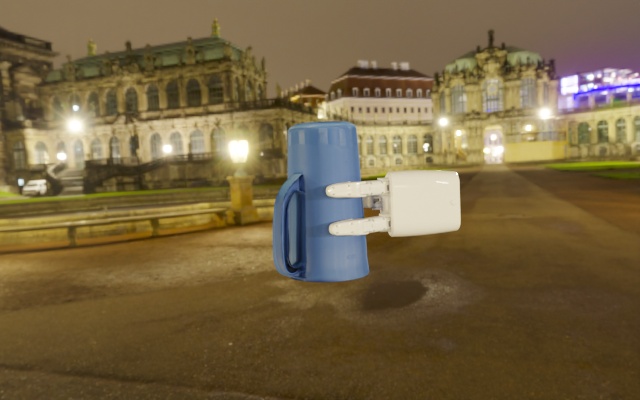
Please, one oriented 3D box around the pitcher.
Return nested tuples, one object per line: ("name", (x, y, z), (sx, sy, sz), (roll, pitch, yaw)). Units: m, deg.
("pitcher", (0.000, 0.002, 0.746), (0.145, 0.243, 0.149), (-3, 4, 0))
